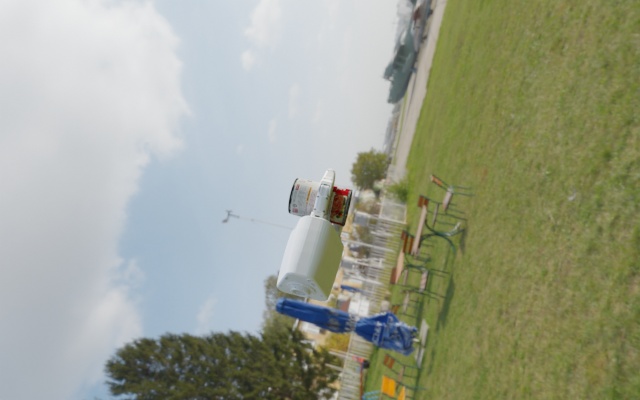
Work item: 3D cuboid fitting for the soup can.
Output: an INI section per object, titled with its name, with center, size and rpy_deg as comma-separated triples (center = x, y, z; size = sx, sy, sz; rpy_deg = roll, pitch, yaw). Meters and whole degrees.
[soup can]
center = 0.000, 0.002, 0.849
size = 0.102, 0.068, 0.068
rpy_deg = 13, 2, 7
